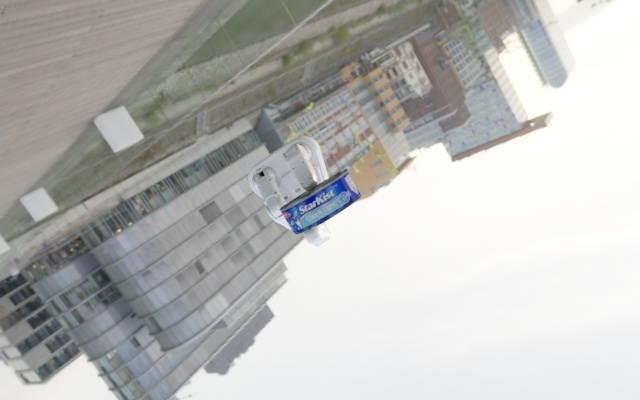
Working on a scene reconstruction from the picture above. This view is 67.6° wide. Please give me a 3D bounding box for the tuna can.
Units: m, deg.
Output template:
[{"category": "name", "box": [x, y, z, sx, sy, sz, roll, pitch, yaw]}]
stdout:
[{"category": "tuna can", "box": [0.000, 0.002, 0.518, 0.086, 0.034, 0.086, -30, 4, 3]}]
